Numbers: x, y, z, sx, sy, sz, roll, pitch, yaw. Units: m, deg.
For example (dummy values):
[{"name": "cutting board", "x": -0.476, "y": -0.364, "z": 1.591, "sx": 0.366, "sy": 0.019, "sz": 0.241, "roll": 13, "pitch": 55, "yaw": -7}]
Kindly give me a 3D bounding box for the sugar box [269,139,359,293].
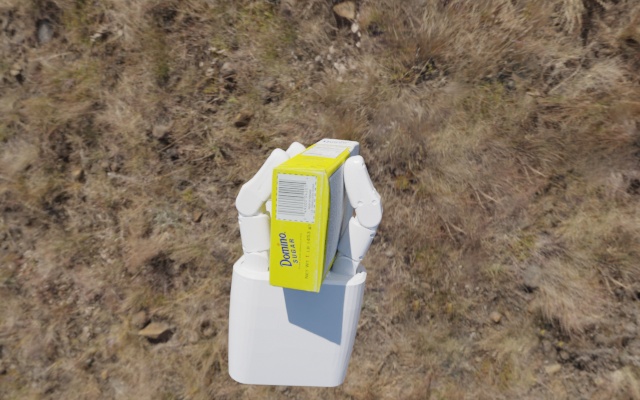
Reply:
[{"name": "sugar box", "x": -0.001, "y": 0.001, "z": 0.422, "sx": 0.048, "sy": 0.093, "sz": 0.176, "roll": 6, "pitch": 14, "yaw": 8}]
